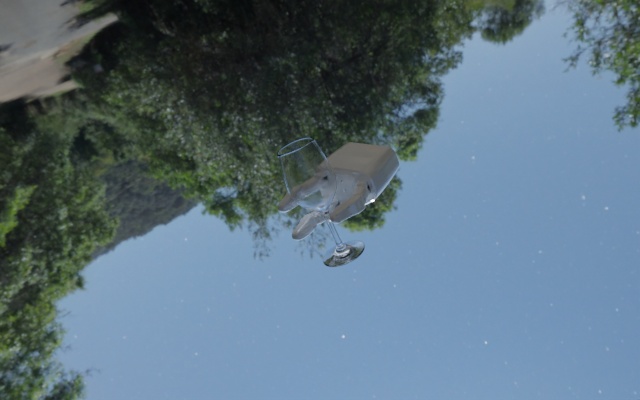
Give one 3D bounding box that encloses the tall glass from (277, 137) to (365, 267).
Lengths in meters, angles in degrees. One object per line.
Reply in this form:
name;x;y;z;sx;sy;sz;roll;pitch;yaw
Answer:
tall glass;0.000;0.003;0.753;0.079;0.201;0.079;-21;21;9
